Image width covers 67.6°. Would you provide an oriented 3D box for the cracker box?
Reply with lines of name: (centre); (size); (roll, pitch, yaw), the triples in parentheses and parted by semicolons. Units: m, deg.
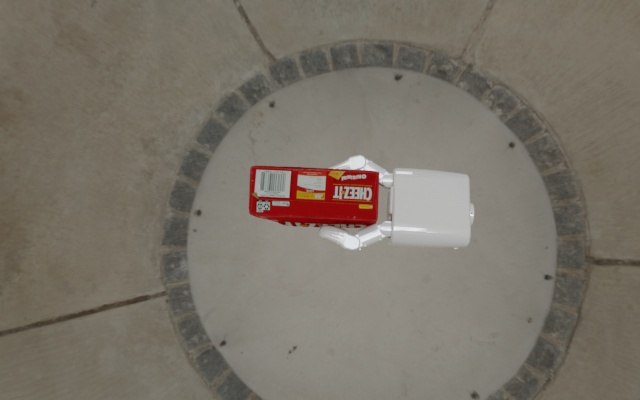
cracker box: (0.000, 0.002, 0.692); (0.164, 0.072, 0.214); (2, -6, 5)
